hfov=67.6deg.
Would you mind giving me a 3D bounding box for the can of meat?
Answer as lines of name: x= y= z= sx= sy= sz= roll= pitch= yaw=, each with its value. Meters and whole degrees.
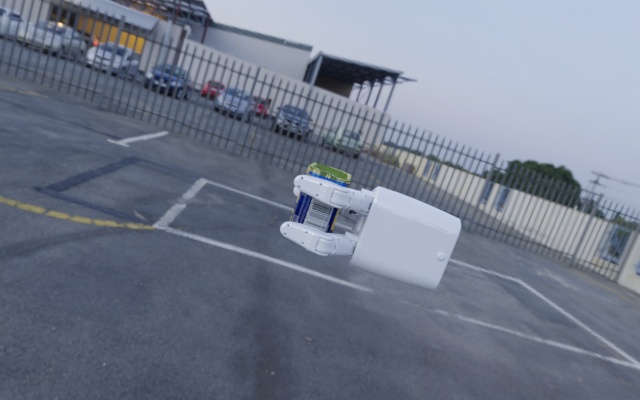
can of meat: x=0.000 y=0.002 z=0.585 sx=0.057 sy=0.084 sz=0.102 roll=20 pitch=9 yaw=2
